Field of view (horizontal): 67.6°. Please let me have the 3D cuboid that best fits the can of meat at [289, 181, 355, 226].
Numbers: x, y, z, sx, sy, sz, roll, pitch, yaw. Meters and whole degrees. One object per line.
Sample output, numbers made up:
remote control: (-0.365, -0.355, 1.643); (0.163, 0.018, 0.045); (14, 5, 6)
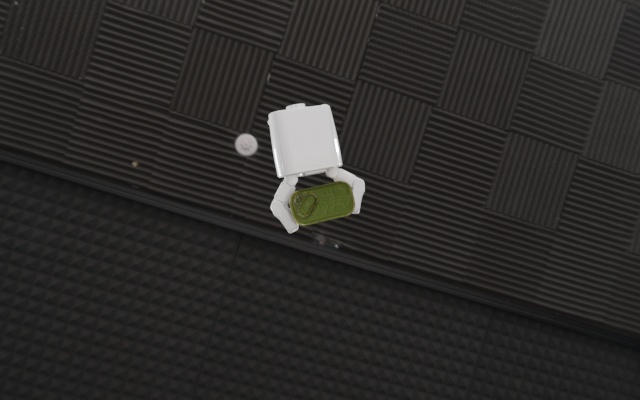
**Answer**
can of meat: (0.000, 0.003, 0.793); (0.102, 0.057, 0.084); (-13, 4, -4)
